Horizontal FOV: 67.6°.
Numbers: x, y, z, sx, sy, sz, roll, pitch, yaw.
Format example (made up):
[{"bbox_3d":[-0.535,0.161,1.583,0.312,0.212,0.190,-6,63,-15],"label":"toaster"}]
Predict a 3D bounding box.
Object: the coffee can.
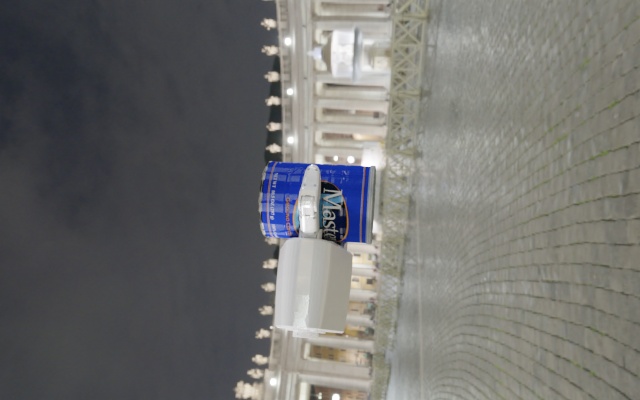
[{"bbox_3d":[0.000,0.002,0.627,0.140,0.103,0.103,3,0,7],"label":"coffee can"}]
